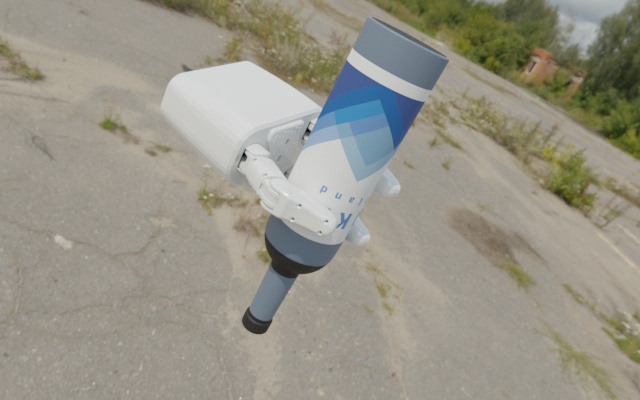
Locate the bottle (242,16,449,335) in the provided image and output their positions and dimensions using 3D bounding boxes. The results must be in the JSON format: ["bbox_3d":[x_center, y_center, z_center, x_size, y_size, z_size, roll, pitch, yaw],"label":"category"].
[{"bbox_3d":[0.000,0.001,0.402,0.069,0.296,0.069,23,24,-11],"label":"bottle"}]
